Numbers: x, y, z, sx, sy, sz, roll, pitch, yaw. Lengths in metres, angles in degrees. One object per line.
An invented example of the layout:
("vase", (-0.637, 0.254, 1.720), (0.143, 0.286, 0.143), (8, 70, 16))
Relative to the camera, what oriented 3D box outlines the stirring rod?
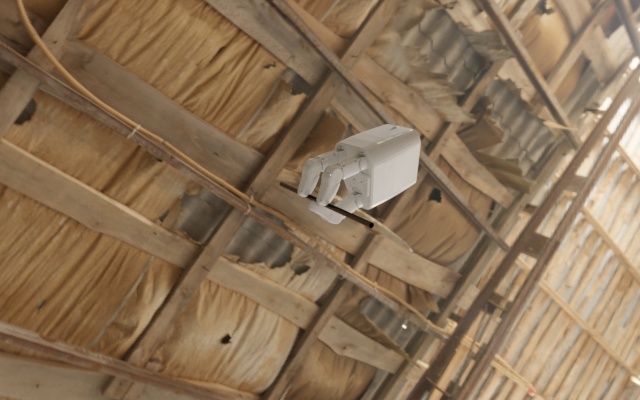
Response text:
("stirring rod", (0.000, 0.002, 0.714), (0.011, 0.011, 0.239), (0, 14, -35))
